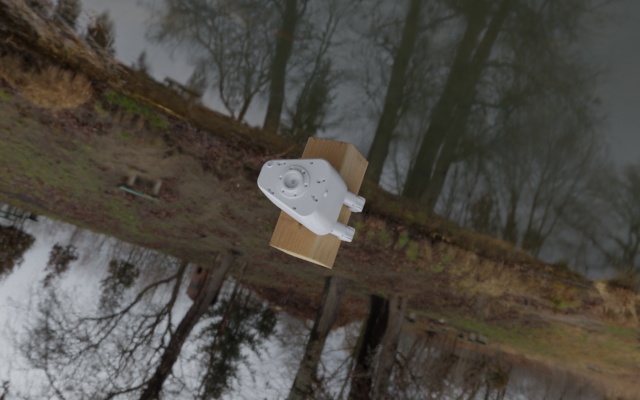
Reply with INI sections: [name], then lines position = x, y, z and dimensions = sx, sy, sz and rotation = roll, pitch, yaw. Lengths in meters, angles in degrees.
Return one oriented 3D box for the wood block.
[wood block]
position = 0.000, 0.003, 0.848
dimensions = 0.091, 0.206, 0.090
rotation = 14, -11, 30
